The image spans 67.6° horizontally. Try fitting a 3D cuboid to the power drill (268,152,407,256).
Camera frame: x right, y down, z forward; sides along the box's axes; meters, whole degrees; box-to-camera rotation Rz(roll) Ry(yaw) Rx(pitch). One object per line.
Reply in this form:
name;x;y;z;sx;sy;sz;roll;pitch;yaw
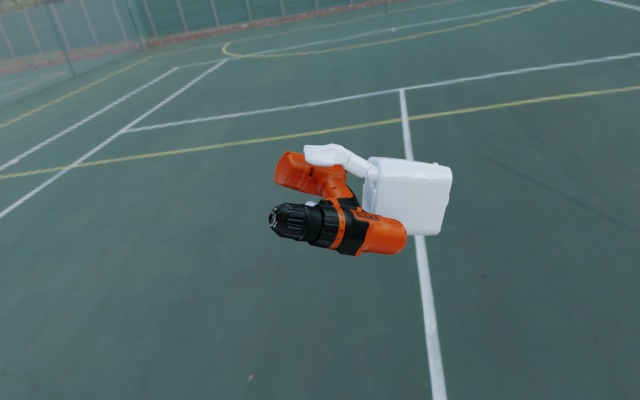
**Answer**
power drill;0.000;0.002;0.627;0.184;0.057;0.187;13;25;-29
